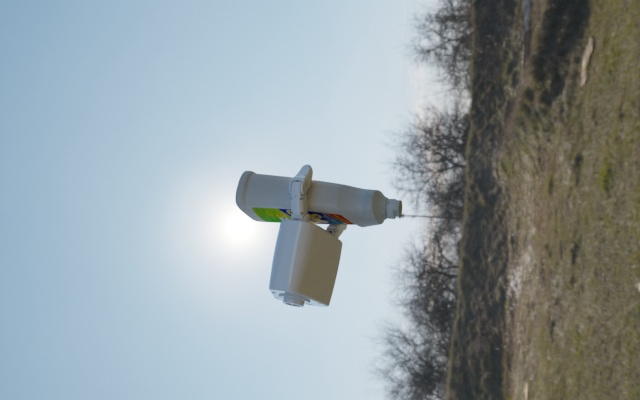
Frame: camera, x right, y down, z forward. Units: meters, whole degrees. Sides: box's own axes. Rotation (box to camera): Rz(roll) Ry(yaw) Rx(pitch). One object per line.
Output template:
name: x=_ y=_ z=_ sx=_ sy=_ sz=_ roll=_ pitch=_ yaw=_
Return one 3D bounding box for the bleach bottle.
bleach bottle: x=0.000 y=0.002 z=0.750 sx=0.251 sy=0.068 sz=0.103 roll=4 pitch=-22 yaw=20
